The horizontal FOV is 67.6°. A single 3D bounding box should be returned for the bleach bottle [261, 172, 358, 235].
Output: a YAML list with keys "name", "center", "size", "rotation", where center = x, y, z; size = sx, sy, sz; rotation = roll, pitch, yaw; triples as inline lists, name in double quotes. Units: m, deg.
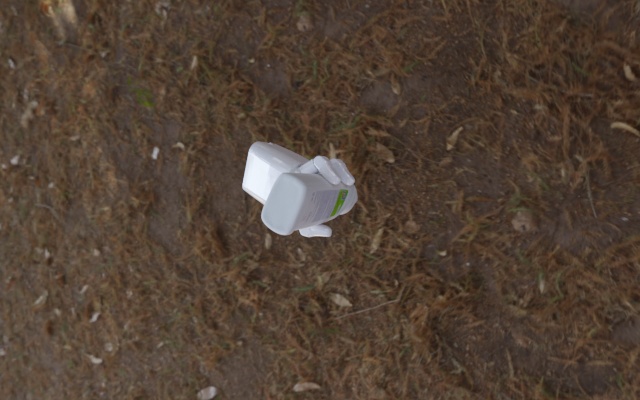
- name: "bleach bottle"
  center: [0.000, 0.003, 0.873]
  size: [0.068, 0.102, 0.251]
  rotation: [31, 15, 25]
